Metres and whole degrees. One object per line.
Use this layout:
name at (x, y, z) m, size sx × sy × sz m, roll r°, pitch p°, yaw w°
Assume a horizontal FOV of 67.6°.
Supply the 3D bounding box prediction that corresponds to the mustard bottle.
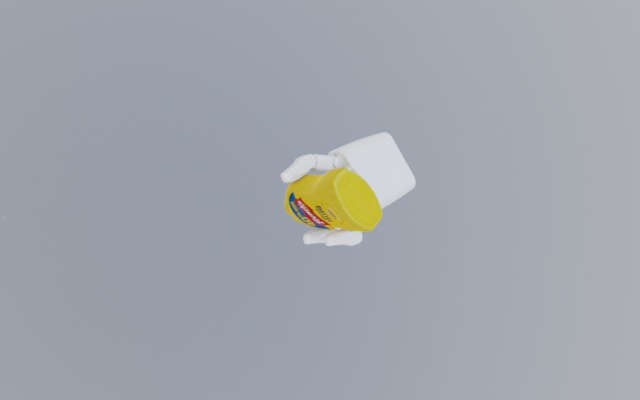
mustard bottle at (0.000, 0.003, 0.714) m, size 0.096 × 0.058 × 0.191 m, roll 48°, pitch -26°, yaw -23°
